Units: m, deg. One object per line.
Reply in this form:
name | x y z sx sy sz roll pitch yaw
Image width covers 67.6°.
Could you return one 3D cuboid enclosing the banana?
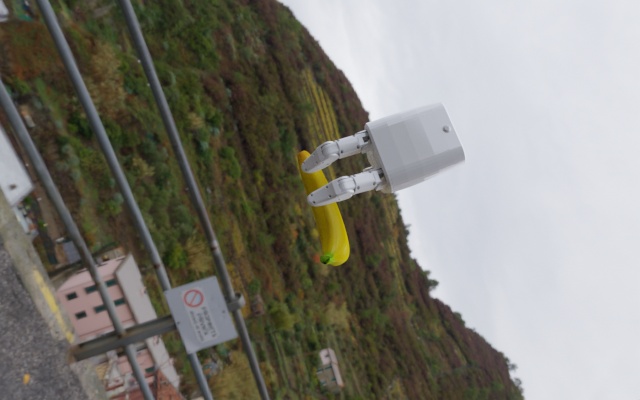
banana | 0.006 0.016 0.645 0.037 0.197 0.070 -20 -41 4
